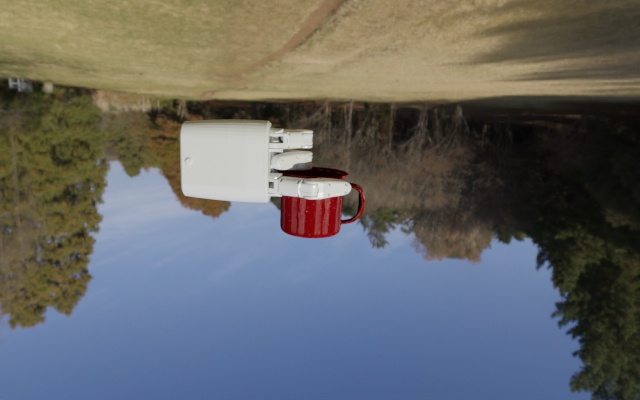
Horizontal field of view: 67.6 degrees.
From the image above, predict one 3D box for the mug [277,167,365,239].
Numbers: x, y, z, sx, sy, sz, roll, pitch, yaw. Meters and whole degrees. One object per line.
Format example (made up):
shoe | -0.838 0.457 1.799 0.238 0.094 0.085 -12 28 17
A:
mug | 0.002 0.002 0.633 0.117 0.081 0.093 3 12 1
